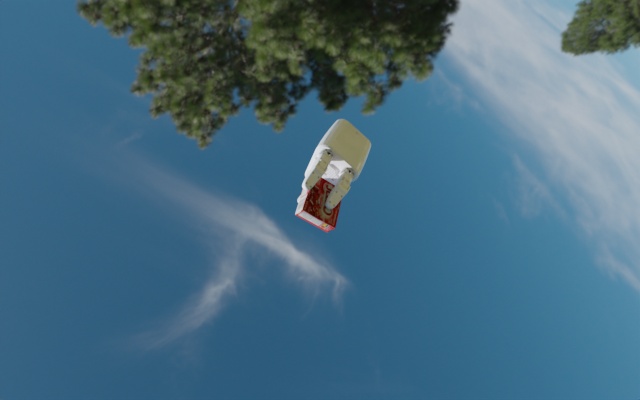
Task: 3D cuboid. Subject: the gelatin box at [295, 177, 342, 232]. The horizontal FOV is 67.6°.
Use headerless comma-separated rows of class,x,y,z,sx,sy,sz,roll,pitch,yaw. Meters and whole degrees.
gelatin box,0.000,0.003,0.877,0.073,0.089,0.030,30,-37,-21
